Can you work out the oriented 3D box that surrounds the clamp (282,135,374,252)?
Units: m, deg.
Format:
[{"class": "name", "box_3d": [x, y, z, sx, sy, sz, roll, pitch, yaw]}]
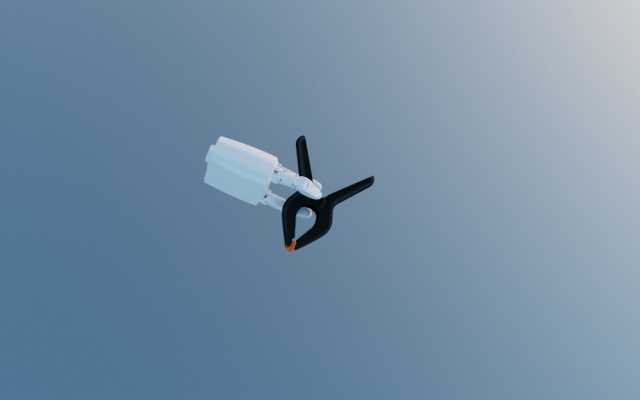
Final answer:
[{"class": "clamp", "box_3d": [0.000, 0.003, 0.871, 0.164, 0.210, 0.036, 22, -15, -8]}]
